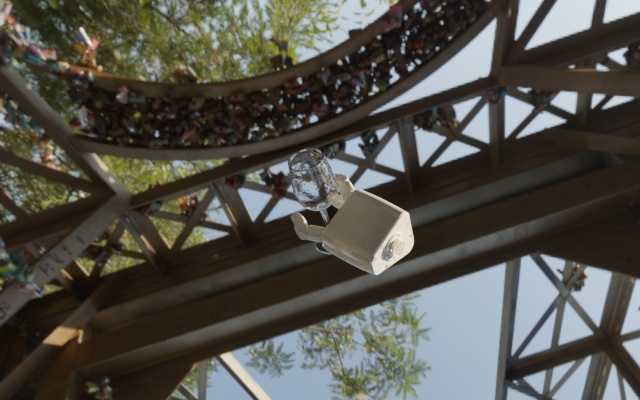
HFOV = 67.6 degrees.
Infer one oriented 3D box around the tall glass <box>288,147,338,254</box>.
[{"bbox_3d":[0.000,0.003,0.848,0.079,0.201,0.079,-11,41,10],"label":"tall glass"}]
